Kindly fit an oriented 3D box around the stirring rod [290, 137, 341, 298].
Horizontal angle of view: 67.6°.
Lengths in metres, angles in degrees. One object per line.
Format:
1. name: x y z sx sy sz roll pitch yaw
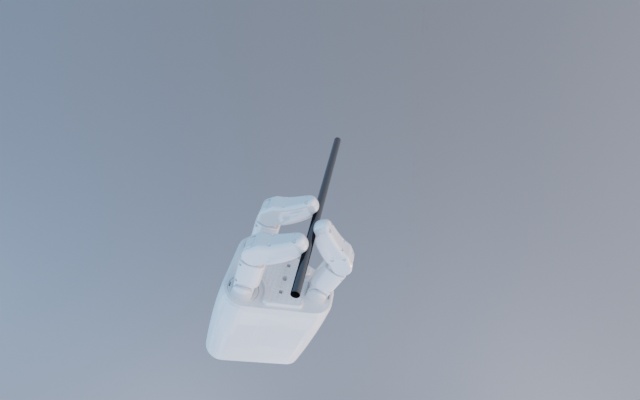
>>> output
1. stirring rod: 0.000 0.002 0.468 0.011 0.011 0.239 0 37 12
